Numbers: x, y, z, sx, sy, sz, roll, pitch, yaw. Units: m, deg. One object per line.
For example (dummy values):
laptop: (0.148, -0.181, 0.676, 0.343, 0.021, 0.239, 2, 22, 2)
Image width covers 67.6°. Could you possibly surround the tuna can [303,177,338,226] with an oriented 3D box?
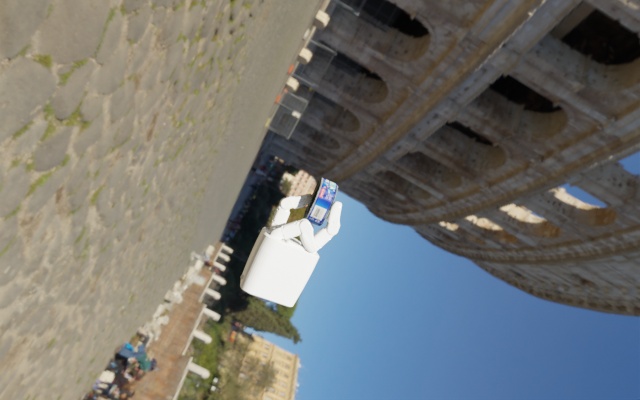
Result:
tuna can: (0.001, 0.003, 0.877, 0.034, 0.086, 0.086, 23, -3, -7)
